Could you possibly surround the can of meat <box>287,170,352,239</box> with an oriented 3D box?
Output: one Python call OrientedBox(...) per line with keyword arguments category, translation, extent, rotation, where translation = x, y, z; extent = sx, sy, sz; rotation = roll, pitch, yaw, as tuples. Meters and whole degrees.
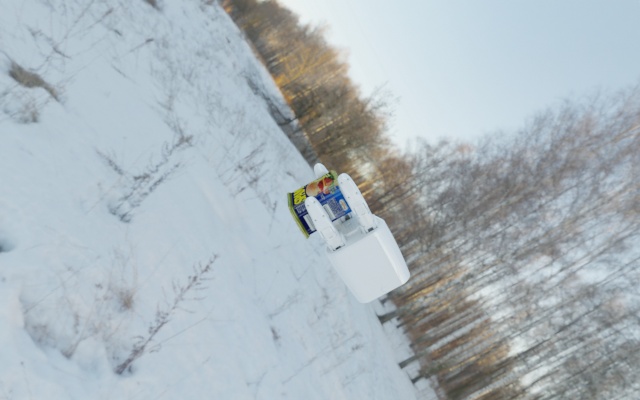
OrientedBox(category="can of meat", translation=(0.000, 0.002, 0.719), extent=(0.084, 0.057, 0.102), rotation=(-29, 18, 4))
